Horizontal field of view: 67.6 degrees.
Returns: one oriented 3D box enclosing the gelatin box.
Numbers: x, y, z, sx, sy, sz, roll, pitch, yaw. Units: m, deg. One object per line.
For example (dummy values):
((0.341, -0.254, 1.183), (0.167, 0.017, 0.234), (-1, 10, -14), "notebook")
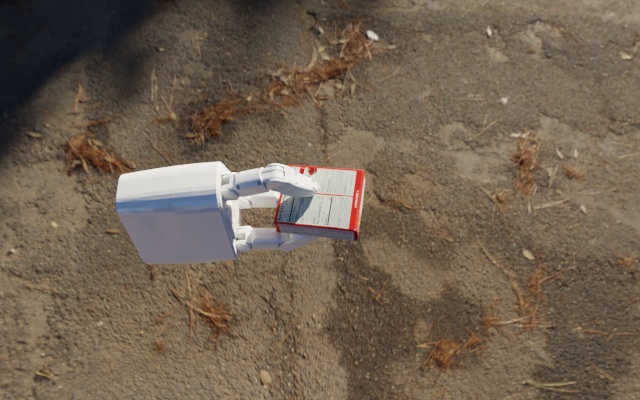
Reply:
((0.000, 0.001, 0.513), (0.089, 0.073, 0.030), (5, -27, 10), "gelatin box")
